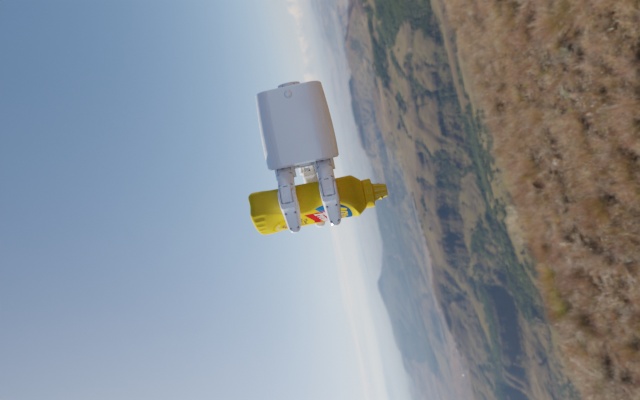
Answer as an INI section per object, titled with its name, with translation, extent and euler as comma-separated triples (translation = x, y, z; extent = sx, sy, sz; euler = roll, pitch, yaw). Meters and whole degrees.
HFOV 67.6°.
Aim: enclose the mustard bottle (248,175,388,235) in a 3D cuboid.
[mustard bottle]
translation = 0.000, 0.003, 0.683
extent = 0.191, 0.058, 0.096
euler = -11, -20, 3
